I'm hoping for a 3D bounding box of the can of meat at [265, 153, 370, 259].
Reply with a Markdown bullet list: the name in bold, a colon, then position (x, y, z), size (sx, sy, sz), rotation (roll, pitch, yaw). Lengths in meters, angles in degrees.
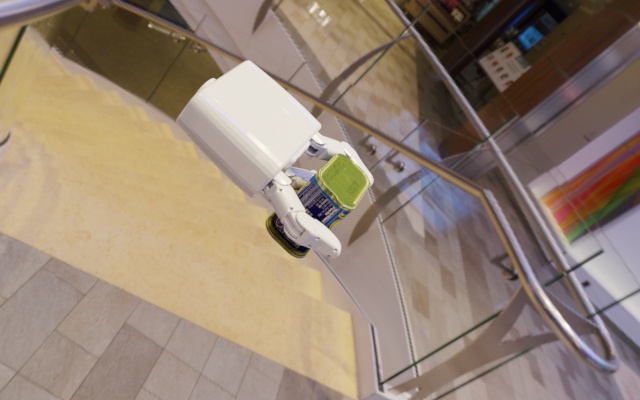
- **can of meat**: position (0.000, 0.002, 0.510), size (0.084, 0.057, 0.102), rotation (-44, 3, 28)
